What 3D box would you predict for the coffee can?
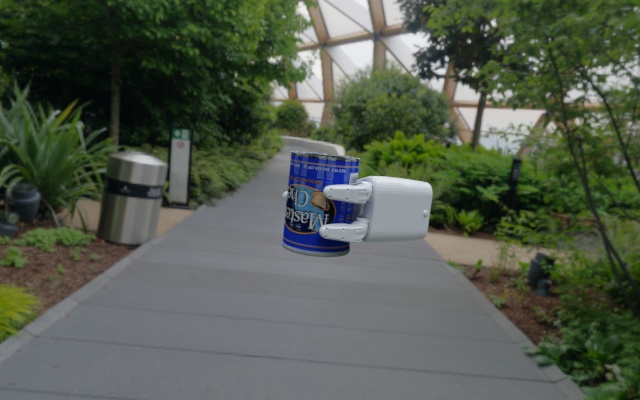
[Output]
[{"bbox_3d":[0.000,0.002,0.705,0.103,0.140,0.103,6,8,-1],"label":"coffee can"}]
